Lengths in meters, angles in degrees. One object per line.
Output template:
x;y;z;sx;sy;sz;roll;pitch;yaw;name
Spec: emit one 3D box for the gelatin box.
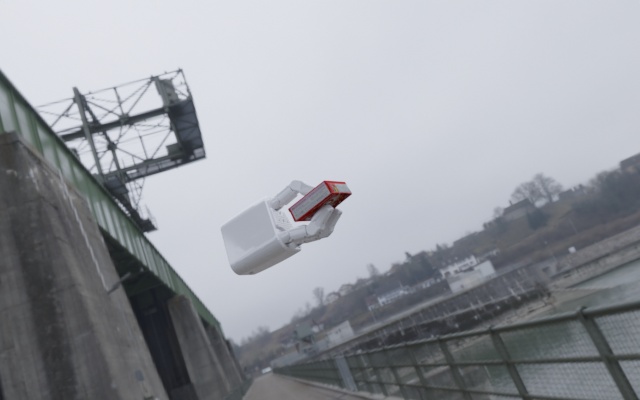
0.000;0.002;0.815;0.089;0.030;0.073;-39;-19;25;gelatin box
